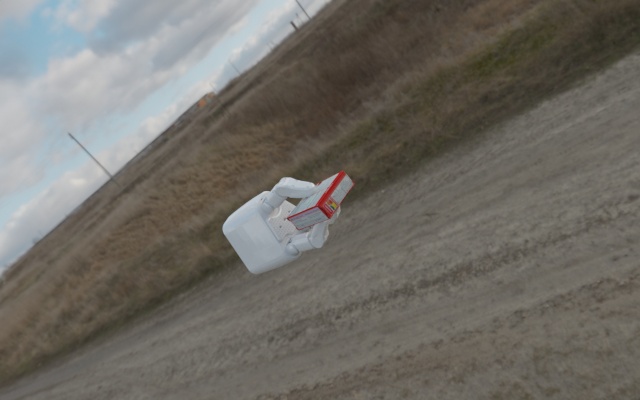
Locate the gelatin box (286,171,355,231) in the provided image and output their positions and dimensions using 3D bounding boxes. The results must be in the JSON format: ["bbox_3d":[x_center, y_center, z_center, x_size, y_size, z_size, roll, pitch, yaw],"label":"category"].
[{"bbox_3d":[0.000,0.002,0.688,0.089,0.030,0.073,-25,23,54],"label":"gelatin box"}]
